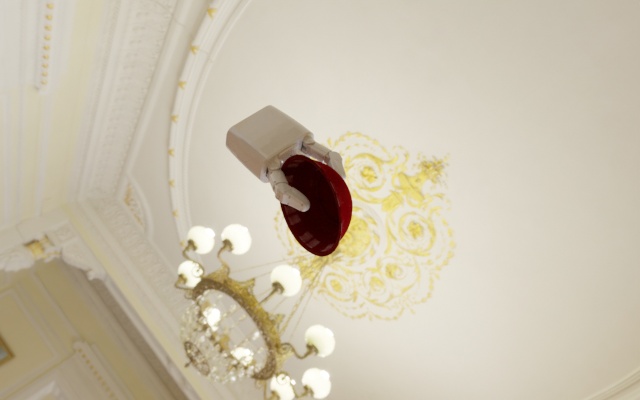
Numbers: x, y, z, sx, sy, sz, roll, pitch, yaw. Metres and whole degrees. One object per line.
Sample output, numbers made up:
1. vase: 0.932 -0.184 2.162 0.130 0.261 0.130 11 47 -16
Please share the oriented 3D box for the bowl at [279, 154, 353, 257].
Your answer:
1. bowl: 0.001 0.003 0.741 0.055 0.162 0.162 -18 10 -34
